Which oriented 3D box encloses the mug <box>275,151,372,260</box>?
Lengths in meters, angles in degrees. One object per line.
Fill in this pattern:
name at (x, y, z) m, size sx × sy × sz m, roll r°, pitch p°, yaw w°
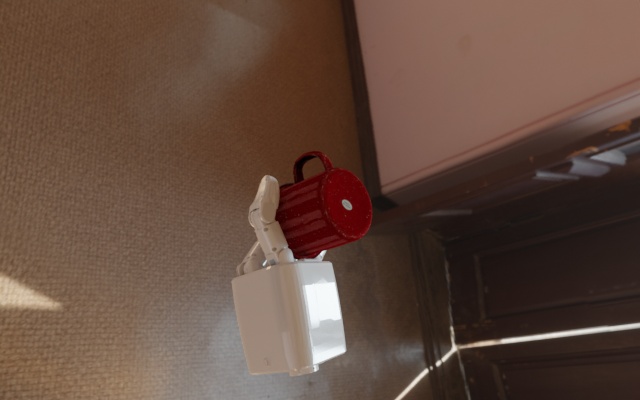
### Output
mug at (0.000, 0.000, 0.530) m, size 0.093 × 0.117 × 0.081 m, roll 1°, pitch -17°, yaw -45°
